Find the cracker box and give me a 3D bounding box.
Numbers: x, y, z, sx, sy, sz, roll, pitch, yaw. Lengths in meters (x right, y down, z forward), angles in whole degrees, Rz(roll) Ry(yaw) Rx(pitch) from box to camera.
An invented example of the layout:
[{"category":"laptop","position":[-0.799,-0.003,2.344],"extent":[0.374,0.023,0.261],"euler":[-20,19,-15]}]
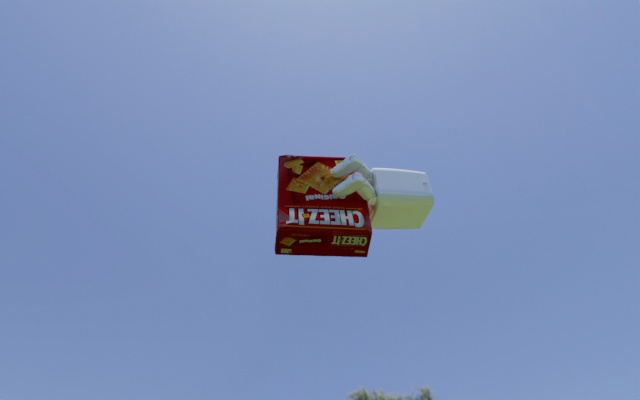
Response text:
[{"category":"cracker box","position":[0.000,0.003,0.887],"extent":[0.164,0.072,0.213],"euler":[2,41,-6]}]
